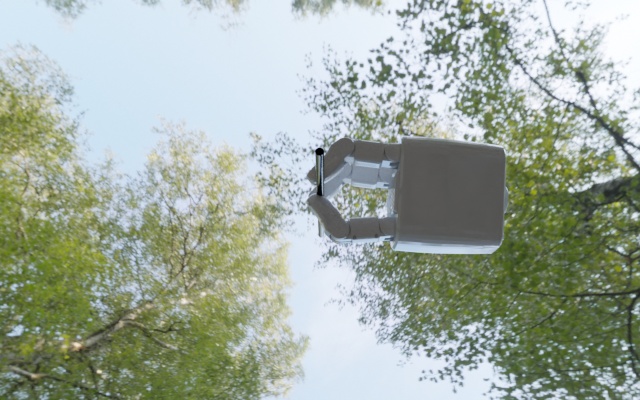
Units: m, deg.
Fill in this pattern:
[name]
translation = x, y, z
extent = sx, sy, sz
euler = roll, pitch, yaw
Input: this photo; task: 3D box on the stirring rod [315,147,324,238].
[stirring rod]
translation = 0.000, 0.002, 0.523
extent = 0.011, 0.011, 0.240
euler = 0, -21, 0
